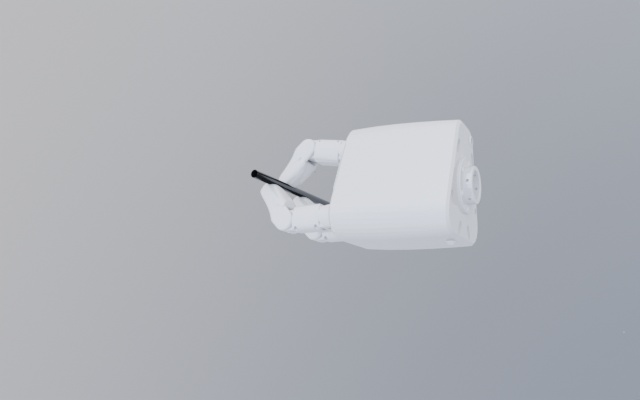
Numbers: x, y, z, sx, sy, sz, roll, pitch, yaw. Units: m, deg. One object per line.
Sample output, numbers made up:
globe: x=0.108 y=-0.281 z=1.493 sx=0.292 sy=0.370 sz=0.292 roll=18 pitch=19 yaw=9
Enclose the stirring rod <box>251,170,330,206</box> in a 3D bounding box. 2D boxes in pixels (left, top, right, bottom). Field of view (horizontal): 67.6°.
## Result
stirring rod: x=0.000 y=0.002 z=0.551 sx=0.011 sy=0.011 sz=0.239 roll=0 pitch=-13 yaw=32
